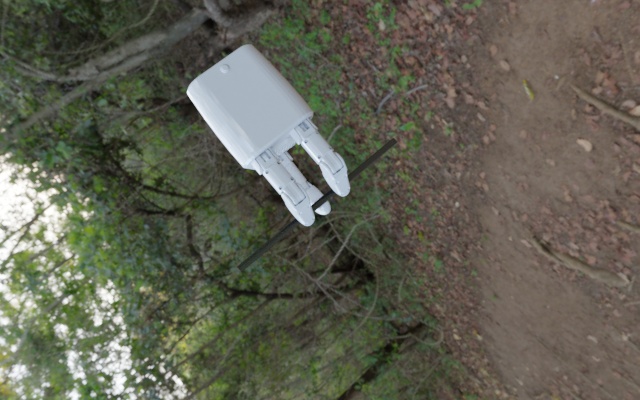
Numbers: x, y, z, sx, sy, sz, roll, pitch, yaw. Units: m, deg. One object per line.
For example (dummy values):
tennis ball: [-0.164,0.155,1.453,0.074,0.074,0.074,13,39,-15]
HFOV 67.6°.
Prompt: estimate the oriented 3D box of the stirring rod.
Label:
stirring rod: [0.000,0.002,0.556,0.239,0.011,0.011,-40,10,-12]
